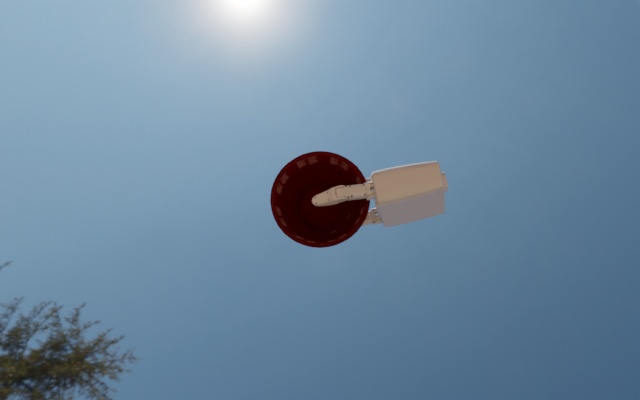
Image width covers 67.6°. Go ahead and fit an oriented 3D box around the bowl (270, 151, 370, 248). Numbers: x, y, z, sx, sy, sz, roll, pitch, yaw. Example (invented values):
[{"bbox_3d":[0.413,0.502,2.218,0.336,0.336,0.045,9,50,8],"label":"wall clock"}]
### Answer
[{"bbox_3d":[-0.001,0.003,0.795,0.162,0.162,0.055,0,-15,2],"label":"bowl"}]
